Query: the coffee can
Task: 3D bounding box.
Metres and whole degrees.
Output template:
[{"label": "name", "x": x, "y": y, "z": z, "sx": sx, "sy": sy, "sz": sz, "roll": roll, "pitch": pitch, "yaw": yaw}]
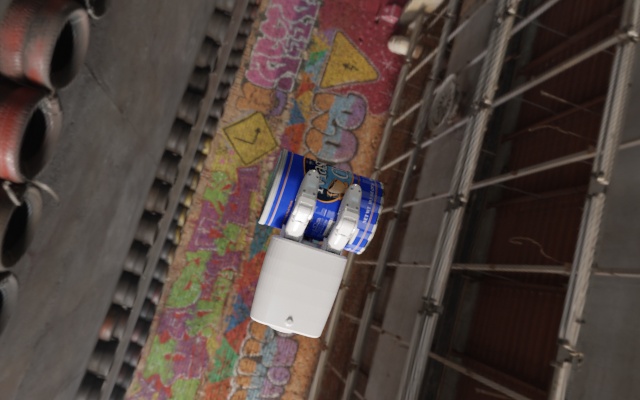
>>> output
[{"label": "coffee can", "x": 0.000, "y": 0.002, "z": 0.633, "sx": 0.140, "sy": 0.103, "sz": 0.103, "roll": 18, "pitch": -3, "yaw": -9}]
